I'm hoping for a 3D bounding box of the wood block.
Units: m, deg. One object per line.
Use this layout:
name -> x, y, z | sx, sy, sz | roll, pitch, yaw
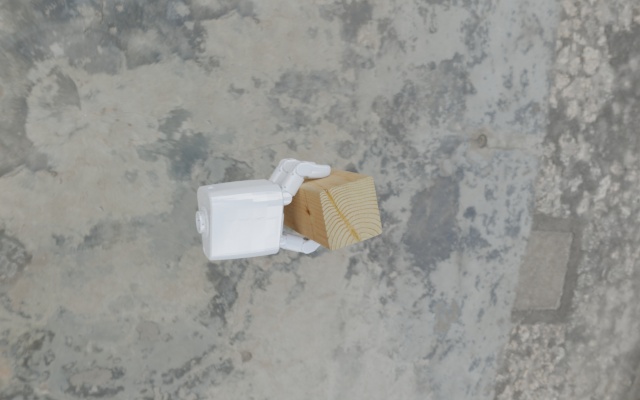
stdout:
wood block -> 0.000, 0.003, 0.763 | 0.090, 0.091, 0.206 | -17, 16, -22
